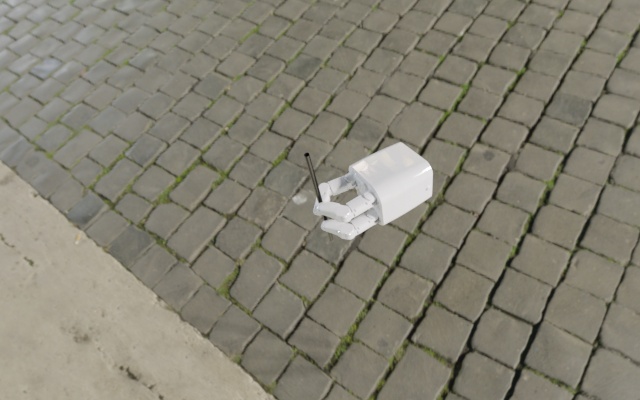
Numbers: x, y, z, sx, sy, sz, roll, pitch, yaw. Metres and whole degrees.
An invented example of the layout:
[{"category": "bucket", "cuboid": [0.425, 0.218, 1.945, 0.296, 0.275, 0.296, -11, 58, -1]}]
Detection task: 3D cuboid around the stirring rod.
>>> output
[{"category": "stirring rod", "cuboid": [0.000, 0.003, 0.784, 0.011, 0.011, 0.240, 0, -35, 12]}]
